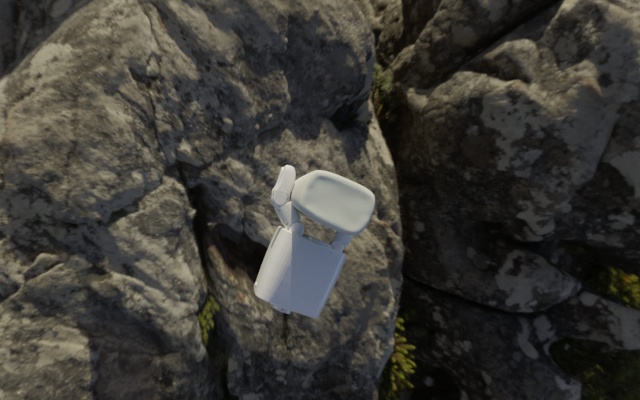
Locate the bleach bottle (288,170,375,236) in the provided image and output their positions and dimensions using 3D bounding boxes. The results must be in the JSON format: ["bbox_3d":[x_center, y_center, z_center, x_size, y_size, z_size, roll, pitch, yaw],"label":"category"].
[{"bbox_3d":[0.000,0.002,0.734,0.102,0.068,0.251,25,-4,-9],"label":"bleach bottle"}]
